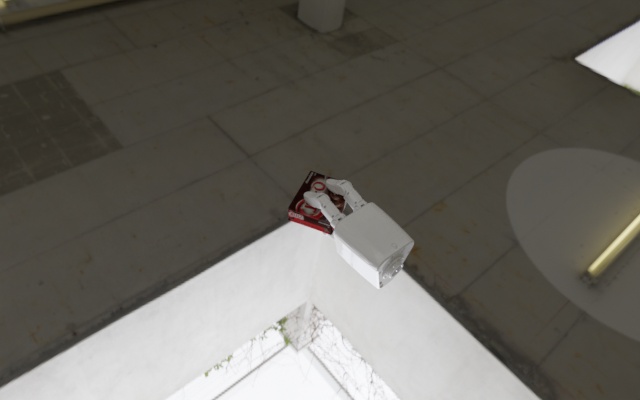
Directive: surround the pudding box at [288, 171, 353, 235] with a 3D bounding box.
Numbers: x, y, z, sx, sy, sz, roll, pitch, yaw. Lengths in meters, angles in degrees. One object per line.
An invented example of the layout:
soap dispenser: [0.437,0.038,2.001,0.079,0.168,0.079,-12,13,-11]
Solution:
pudding box: [0.000,0.003,0.898,0.090,0.039,0.113,19,47,11]
